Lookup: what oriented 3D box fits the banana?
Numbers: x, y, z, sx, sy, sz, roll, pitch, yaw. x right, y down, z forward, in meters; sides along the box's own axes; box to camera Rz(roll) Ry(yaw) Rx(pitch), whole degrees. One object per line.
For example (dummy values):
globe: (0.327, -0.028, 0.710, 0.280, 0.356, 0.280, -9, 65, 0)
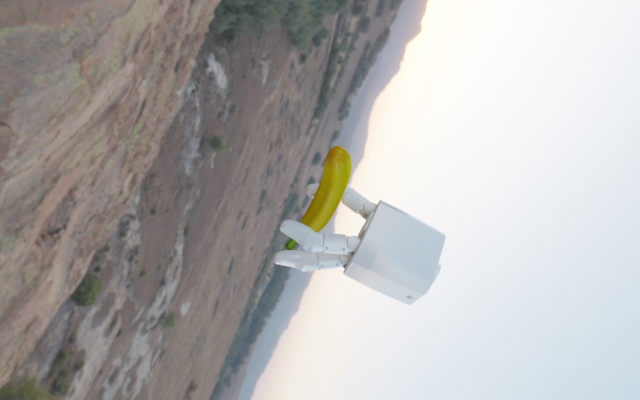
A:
banana: (0.007, -0.006, 0.626, 0.037, 0.198, 0.069, 32, 44, 7)
